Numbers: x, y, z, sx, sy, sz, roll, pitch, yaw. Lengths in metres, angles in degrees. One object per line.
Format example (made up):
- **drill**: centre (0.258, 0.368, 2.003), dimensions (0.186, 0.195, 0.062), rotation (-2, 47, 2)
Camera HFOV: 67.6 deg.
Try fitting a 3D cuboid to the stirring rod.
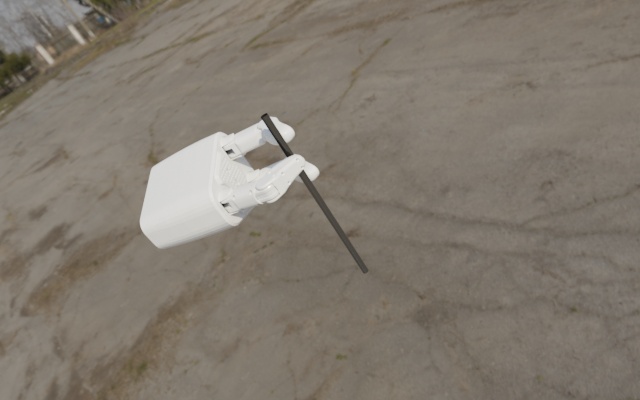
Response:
- **stirring rod**: centre (0.000, 0.002, 0.540), dimensions (0.011, 0.240, 0.011), rotation (-24, 32, 16)
